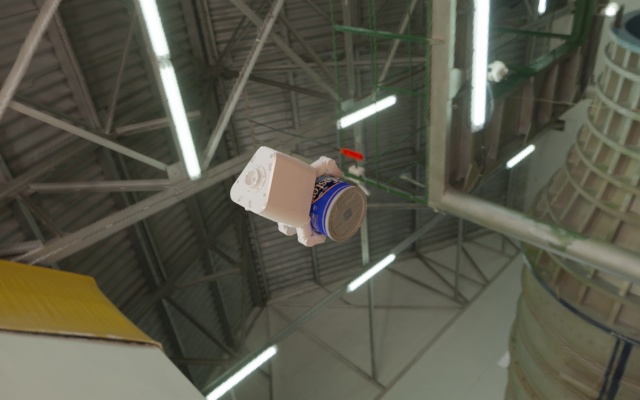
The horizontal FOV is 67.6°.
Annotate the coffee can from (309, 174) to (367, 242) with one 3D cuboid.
[{"bbox_3d":[0.000,0.003,0.883,0.140,0.103,0.103,25,16,39],"label":"coffee can"}]
